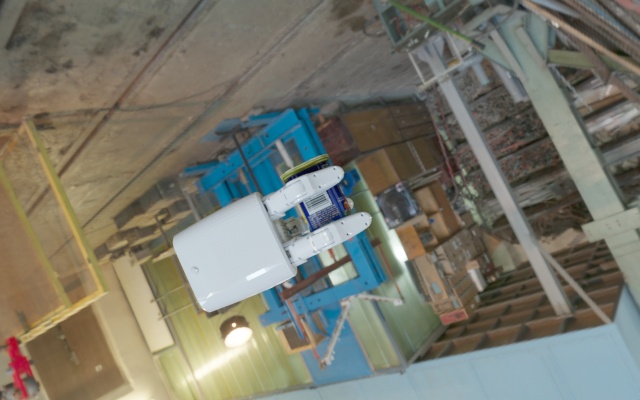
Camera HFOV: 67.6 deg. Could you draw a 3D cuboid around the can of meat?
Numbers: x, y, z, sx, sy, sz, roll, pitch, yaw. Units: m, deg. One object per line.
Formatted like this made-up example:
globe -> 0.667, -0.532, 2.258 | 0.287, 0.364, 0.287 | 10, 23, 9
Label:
can of meat -> 0.000, 0.002, 0.546 | 0.057, 0.084, 0.102 | -25, -4, -2
